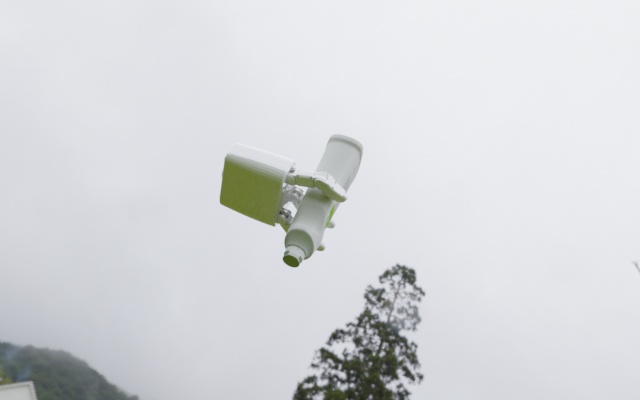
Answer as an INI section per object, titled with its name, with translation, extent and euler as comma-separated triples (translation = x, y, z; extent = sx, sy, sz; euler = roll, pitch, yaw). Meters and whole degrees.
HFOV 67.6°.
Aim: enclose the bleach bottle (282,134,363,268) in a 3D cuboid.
[bleach bottle]
translation = 0.000, 0.003, 0.791
extent = 0.068, 0.103, 0.250
euler = 19, 48, 9
